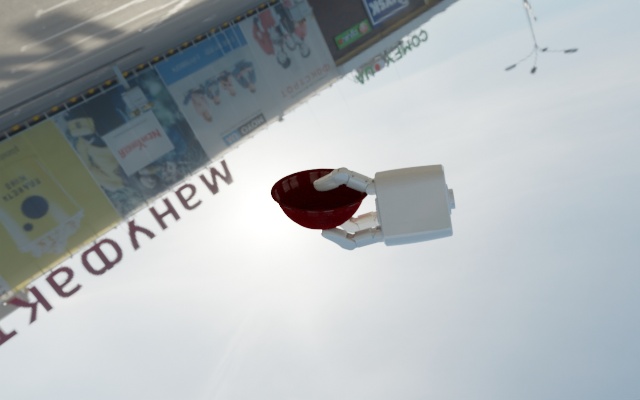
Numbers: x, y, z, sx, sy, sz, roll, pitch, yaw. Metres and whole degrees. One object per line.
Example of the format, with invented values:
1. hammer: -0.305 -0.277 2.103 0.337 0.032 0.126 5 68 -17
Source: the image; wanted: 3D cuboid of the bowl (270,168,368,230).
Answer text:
1. bowl: -0.001 0.003 0.783 0.162 0.055 0.162 -2 27 1
